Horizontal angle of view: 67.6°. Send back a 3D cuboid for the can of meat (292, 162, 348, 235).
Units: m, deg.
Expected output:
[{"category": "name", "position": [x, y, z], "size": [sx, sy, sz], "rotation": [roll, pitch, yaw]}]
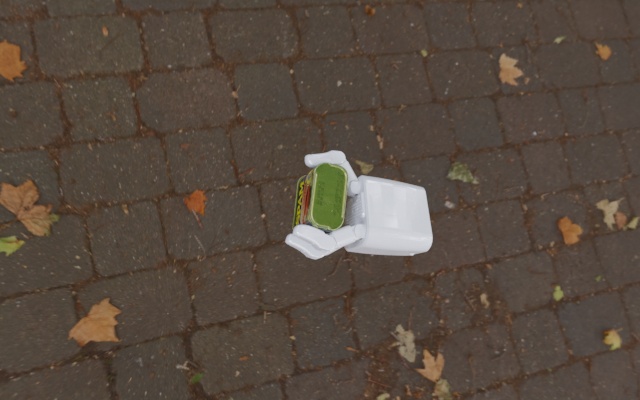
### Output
[{"category": "can of meat", "position": [0.000, 0.002, 0.700], "size": [0.057, 0.102, 0.084], "rotation": [11, -16, -16]}]
